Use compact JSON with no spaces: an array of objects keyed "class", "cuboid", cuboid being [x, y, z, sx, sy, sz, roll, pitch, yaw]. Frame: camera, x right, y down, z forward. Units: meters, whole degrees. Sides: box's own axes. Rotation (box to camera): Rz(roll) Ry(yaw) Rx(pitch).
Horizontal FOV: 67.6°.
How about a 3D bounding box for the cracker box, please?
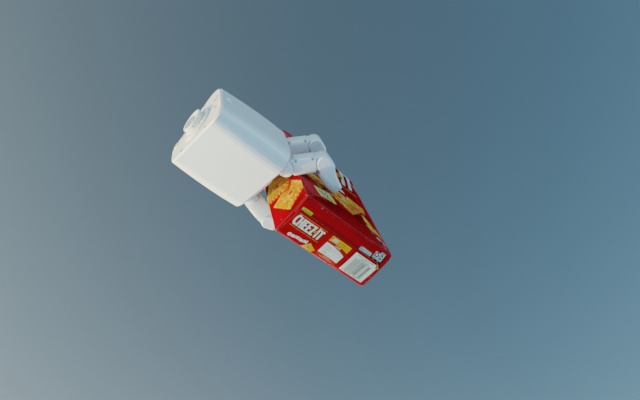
[{"class":"cracker box","cuboid":[0.000,0.002,0.696,0.164,0.072,0.213,36,17,-29]}]
